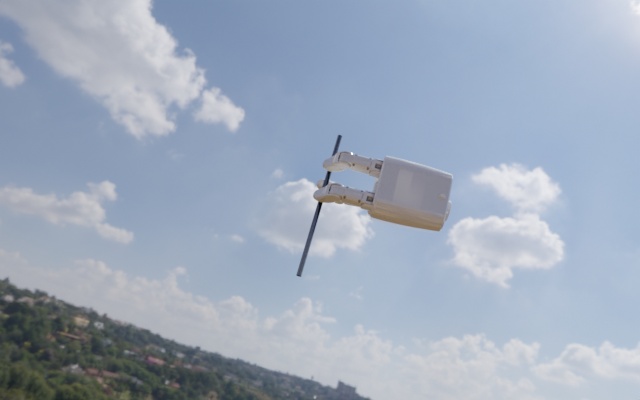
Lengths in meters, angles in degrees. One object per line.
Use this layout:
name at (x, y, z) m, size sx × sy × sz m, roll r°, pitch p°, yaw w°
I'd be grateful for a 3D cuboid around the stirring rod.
stirring rod at (0.000, 0.003, 0.740) m, size 0.011 × 0.239 × 0.011 m, roll 14°, pitch -21°, yaw 6°
